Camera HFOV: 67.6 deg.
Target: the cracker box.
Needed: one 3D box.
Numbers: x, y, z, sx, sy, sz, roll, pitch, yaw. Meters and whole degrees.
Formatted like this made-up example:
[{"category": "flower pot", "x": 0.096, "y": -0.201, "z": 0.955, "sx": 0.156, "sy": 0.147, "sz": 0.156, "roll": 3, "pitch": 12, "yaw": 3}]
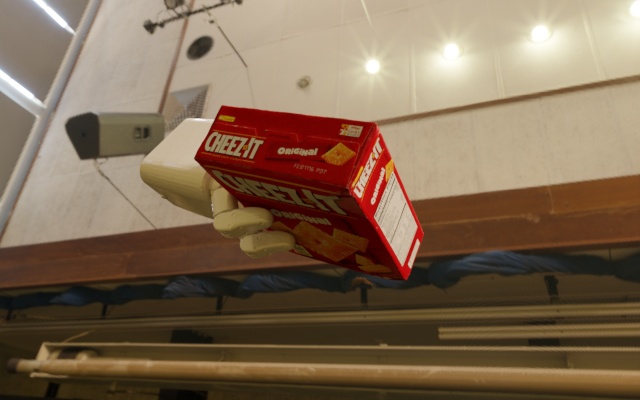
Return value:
[{"category": "cracker box", "x": 0.000, "y": 0.002, "z": 0.488, "sx": 0.164, "sy": 0.072, "sz": 0.214, "roll": 11, "pitch": -23, "yaw": 28}]
